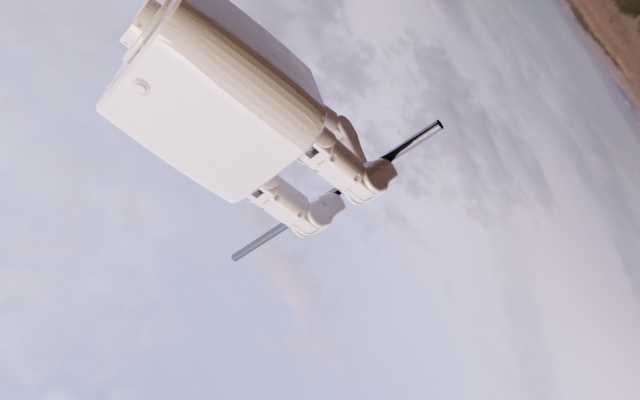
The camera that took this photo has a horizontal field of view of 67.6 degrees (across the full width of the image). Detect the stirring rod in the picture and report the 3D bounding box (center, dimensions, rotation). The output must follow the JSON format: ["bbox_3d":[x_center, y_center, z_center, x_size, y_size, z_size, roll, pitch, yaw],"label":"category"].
[{"bbox_3d":[0.000,0.001,0.402,0.239,0.011,0.011,-33,-20,33],"label":"stirring rod"}]
